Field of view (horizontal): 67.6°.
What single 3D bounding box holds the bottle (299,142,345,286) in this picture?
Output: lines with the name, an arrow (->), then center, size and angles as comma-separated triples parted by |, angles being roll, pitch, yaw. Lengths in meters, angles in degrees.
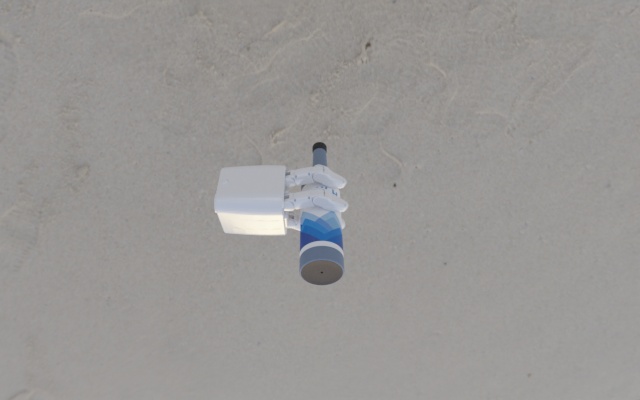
bottle -> 0.000, 0.003, 0.803 | 0.069, 0.069, 0.295 | -1, 45, -1
